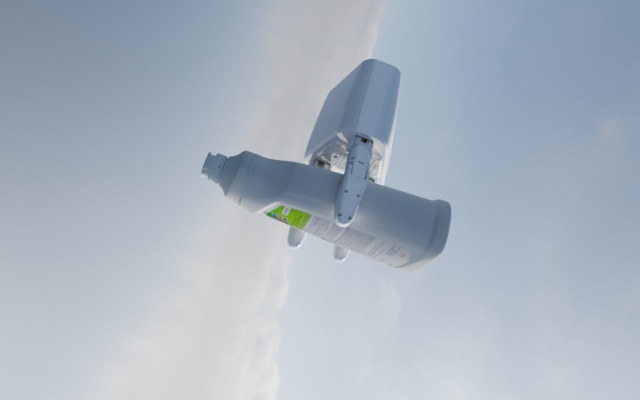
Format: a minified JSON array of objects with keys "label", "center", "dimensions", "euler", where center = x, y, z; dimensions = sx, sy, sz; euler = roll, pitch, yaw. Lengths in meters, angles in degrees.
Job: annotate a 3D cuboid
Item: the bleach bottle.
[{"label":"bleach bottle","center":[0.000,0.002,0.500],"dimensions":[0.251,0.068,0.103],"euler":[20,-27,-6]}]
